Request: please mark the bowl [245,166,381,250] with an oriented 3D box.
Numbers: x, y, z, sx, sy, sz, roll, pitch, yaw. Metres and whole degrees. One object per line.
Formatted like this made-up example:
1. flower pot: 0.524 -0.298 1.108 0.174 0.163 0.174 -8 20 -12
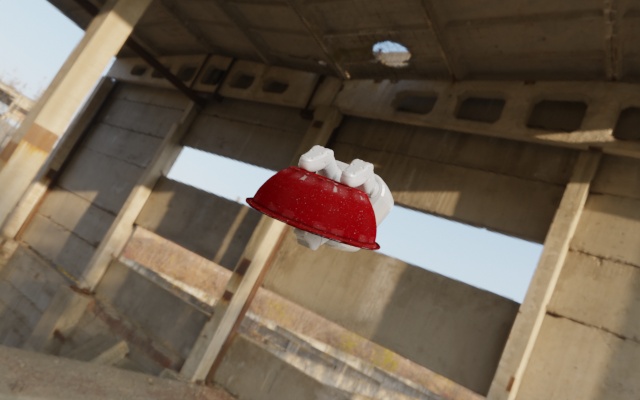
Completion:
1. bowl: 0.000 0.001 0.538 0.162 0.055 0.162 20 4 -2
